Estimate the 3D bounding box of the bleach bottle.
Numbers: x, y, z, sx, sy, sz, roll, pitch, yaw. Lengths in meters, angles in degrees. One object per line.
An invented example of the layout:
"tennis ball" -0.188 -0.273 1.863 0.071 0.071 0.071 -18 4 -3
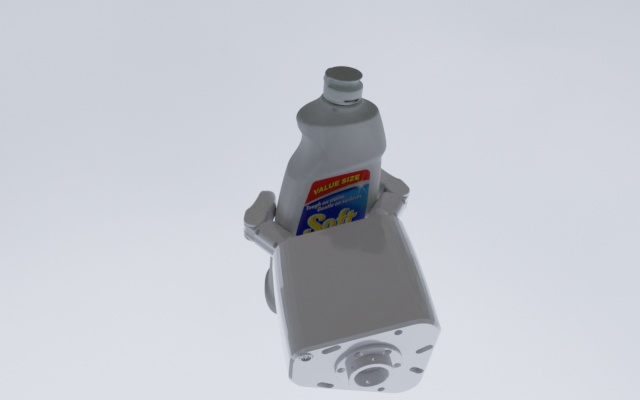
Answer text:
"bleach bottle" 0.000 0.001 0.438 0.102 0.251 0.068 -1 39 -8
